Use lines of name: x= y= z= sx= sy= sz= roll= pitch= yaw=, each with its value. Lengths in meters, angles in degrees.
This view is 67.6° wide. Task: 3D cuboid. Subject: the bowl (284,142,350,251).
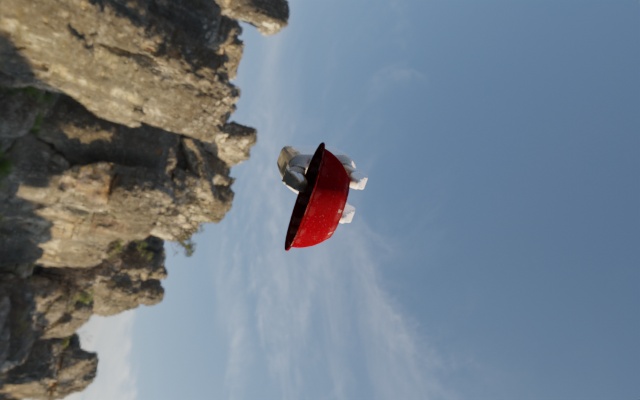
bowl: x=0.000 y=0.003 z=0.674 sx=0.055 sy=0.162 sz=0.162 roll=19 pitch=-3 yaw=-8
